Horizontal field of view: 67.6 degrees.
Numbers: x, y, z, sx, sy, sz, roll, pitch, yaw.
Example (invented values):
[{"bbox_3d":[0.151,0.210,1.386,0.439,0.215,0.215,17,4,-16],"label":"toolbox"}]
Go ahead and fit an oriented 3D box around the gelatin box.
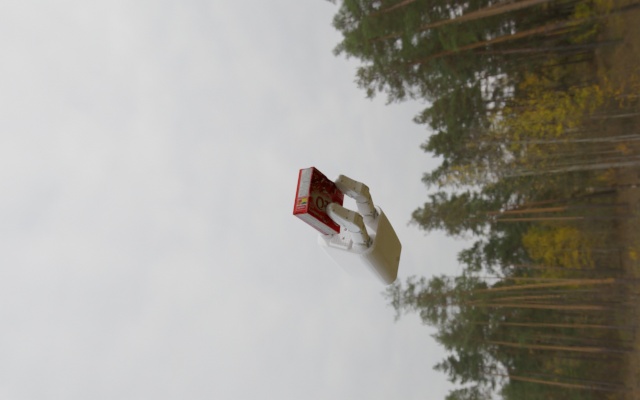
[{"bbox_3d":[0.000,0.002,0.703,0.030,0.073,0.089,-9,-29,34],"label":"gelatin box"}]
